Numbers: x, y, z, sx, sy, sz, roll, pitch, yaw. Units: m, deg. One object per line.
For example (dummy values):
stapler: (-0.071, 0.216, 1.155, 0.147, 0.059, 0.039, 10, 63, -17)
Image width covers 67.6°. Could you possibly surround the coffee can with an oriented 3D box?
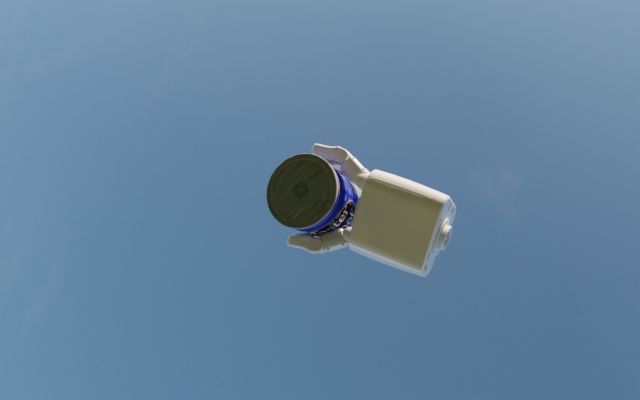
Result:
coffee can: (0.000, 0.002, 0.690, 0.103, 0.102, 0.140, 0, -13, 23)
